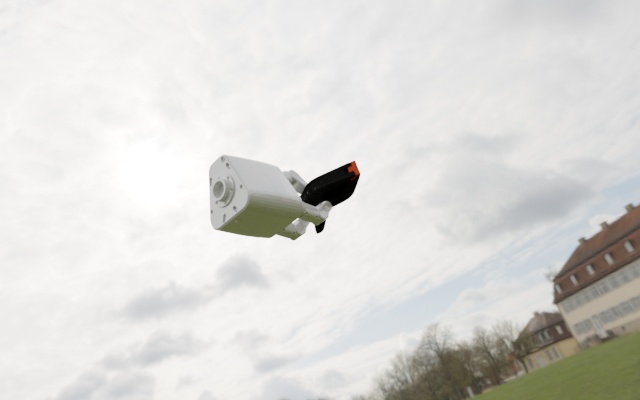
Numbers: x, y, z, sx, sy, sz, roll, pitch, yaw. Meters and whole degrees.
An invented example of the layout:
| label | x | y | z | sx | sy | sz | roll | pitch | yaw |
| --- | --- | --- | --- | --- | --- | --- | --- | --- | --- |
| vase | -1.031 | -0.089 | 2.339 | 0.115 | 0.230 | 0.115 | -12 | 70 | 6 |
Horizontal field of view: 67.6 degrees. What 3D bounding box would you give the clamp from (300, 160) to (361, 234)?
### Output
| label | x | y | z | sx | sy | sz | roll | pitch | yaw |
| --- | --- | --- | --- | --- | --- | --- | --- | --- | --- |
| clamp | 0.000 | 0.002 | 0.838 | 0.210 | 0.036 | 0.164 | -36 | -30 | 31 |
